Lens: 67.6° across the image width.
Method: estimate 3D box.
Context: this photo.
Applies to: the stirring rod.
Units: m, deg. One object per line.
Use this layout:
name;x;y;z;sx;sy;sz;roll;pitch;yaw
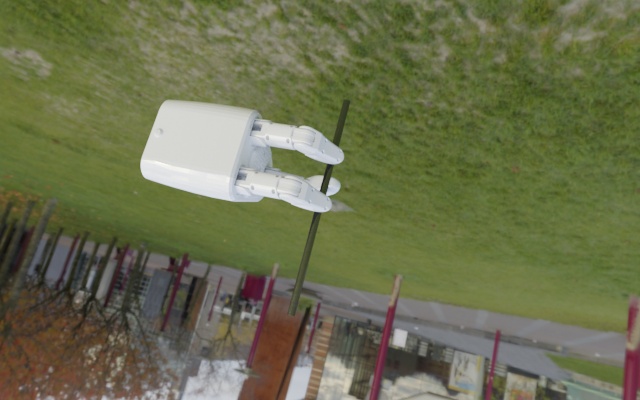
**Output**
stirring rod;0.000;0.002;0.504;0.011;0.239;0.011;14;-14;4
